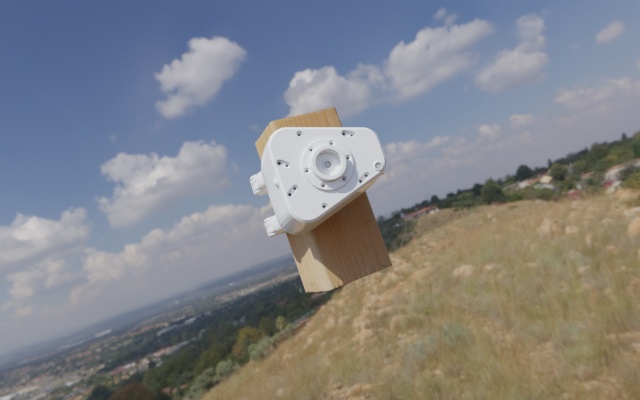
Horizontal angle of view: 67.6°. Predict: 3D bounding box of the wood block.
[{"bbox_3d":[0.000,0.002,0.601,0.091,0.206,0.090,-17,-5,-23],"label":"wood block"}]
